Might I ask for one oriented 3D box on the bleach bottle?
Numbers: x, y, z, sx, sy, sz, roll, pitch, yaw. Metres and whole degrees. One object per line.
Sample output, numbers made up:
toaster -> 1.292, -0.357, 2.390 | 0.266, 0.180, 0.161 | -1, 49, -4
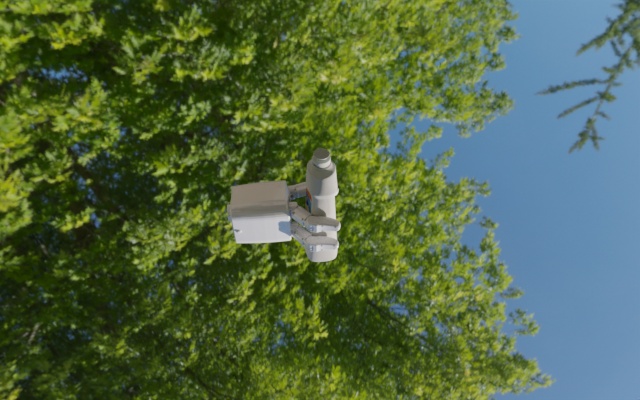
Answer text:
bleach bottle -> 0.000, 0.003, 0.891 | 0.068, 0.102, 0.251 | -5, -44, -5
